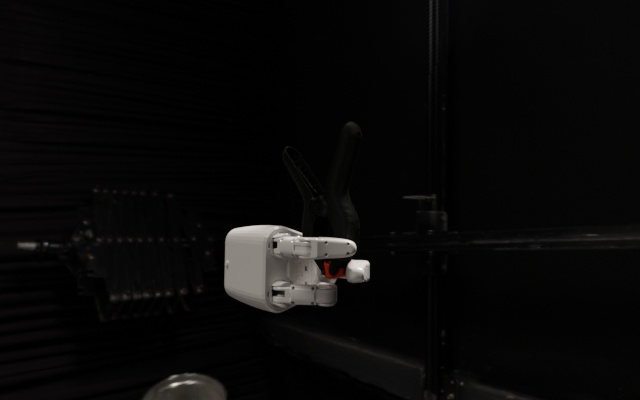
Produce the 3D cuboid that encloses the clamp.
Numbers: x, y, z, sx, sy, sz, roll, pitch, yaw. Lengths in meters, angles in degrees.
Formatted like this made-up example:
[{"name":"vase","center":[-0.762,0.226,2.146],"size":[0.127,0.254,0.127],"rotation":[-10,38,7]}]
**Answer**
[{"name":"clamp","center":[0.001,0.002,0.551],"size":[0.039,0.171,0.120],"rotation":[3,-3,-38]}]
